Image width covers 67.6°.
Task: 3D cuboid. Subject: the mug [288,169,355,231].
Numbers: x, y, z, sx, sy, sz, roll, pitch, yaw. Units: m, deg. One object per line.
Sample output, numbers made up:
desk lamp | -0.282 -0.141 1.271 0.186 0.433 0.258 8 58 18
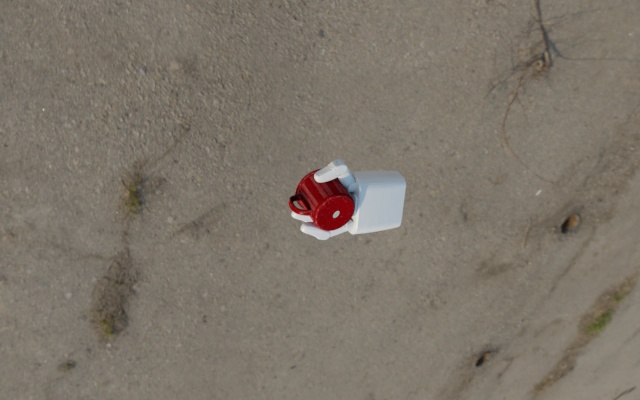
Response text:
mug | -0.001 0.003 0.867 0.117 0.093 0.081 -6 37 -24
